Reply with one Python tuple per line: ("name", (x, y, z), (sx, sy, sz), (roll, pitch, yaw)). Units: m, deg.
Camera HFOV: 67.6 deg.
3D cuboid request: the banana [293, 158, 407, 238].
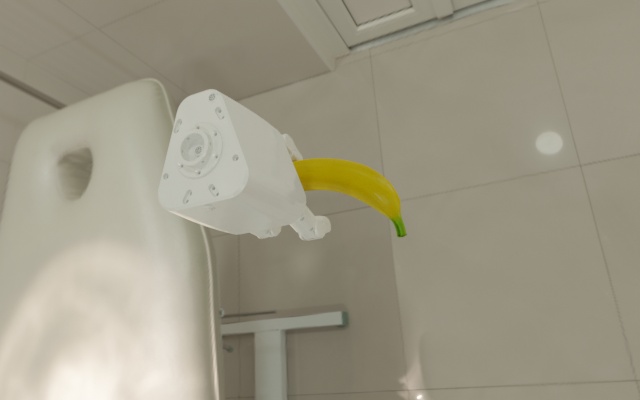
("banana", (0.008, -0.015, 0.545), (0.198, 0.069, 0.037), (14, -4, 24))
